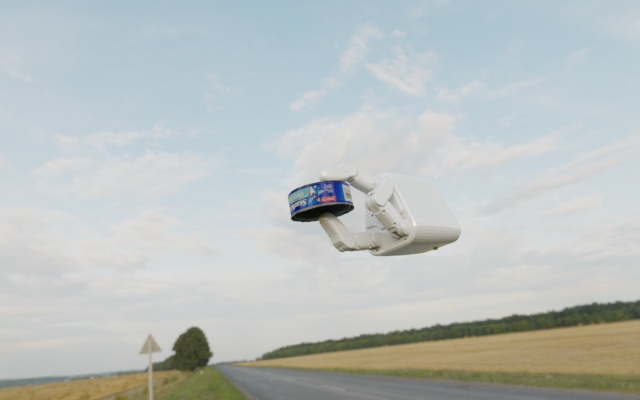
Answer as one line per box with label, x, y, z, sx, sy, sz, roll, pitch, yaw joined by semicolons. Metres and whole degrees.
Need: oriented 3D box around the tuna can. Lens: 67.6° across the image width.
tuna can;0.000;0.002;0.636;0.086;0.033;0.086;-10;-14;-3
